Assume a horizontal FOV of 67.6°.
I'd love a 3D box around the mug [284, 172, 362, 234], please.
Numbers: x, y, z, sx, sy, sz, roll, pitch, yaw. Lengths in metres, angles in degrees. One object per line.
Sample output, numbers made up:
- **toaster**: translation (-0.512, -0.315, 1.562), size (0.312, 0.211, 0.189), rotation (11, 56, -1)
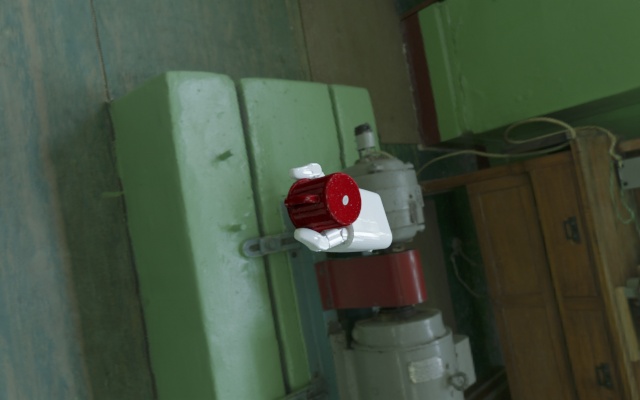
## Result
- **mug**: translation (-0.001, 0.002, 0.723), size (0.117, 0.093, 0.081), rotation (8, -14, -43)
